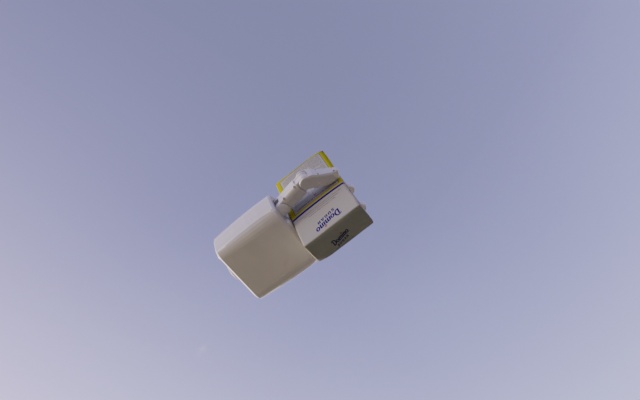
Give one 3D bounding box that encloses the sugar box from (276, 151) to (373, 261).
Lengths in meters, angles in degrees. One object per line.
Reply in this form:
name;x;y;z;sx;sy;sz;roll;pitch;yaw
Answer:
sugar box;0.000;0.003;0.690;0.093;0.048;0.176;-37;37;6
